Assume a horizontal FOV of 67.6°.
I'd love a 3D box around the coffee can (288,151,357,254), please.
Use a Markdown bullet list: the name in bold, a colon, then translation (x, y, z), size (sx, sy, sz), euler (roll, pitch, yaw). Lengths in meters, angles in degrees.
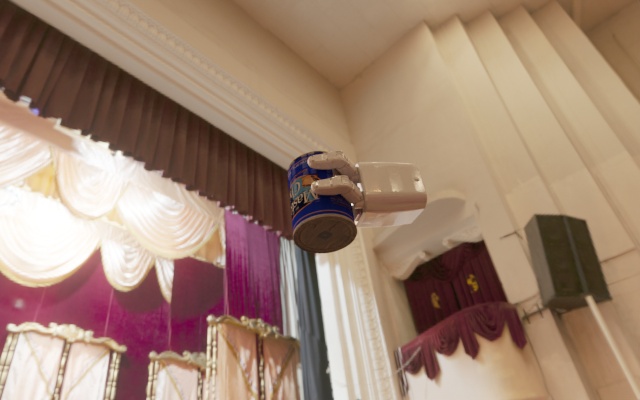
- **coffee can**: translation (0.000, 0.003, 0.799), size (0.103, 0.140, 0.103), euler (-5, -38, -4)
